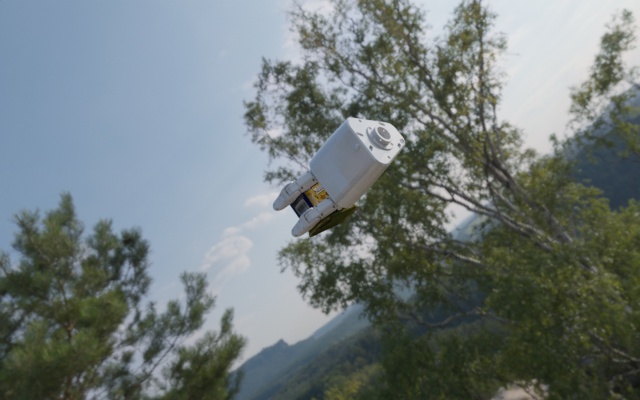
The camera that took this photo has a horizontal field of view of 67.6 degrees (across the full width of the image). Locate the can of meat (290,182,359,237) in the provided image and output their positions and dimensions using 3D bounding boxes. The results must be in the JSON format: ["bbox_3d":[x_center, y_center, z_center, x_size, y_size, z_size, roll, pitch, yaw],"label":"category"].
[{"bbox_3d":[0.000,0.002,0.801,0.102,0.084,0.057,-22,-19,-44],"label":"can of meat"}]
